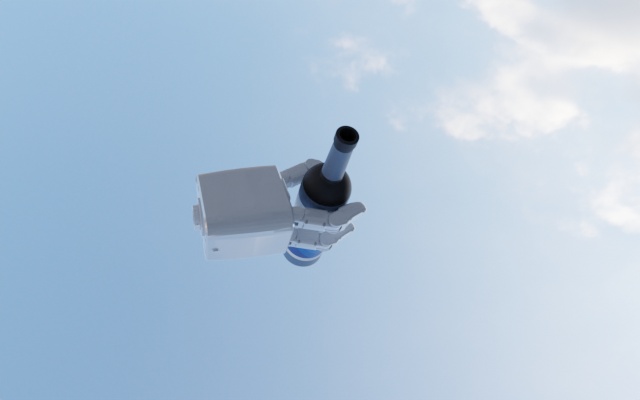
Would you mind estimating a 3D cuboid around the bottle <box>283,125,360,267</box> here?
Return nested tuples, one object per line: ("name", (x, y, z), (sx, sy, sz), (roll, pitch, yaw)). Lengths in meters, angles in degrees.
("bottle", (0.000, 0.002, 0.651), (0.069, 0.069, 0.296), (0, -31, -14))
